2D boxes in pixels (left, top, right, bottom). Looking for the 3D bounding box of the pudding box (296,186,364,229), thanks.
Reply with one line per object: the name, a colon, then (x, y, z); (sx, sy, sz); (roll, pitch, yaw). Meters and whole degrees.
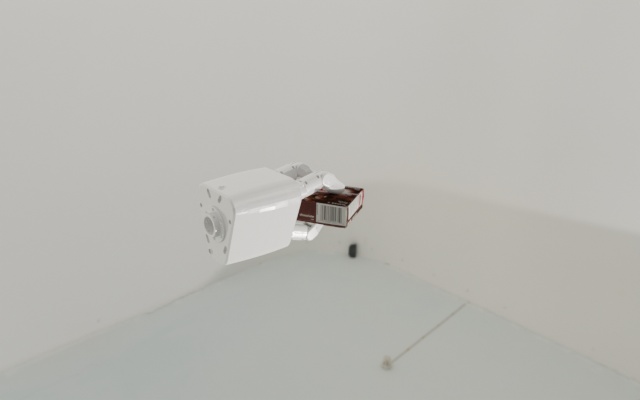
pudding box: (0.000, 0.003, 0.724); (0.113, 0.039, 0.090); (11, 23, 17)
